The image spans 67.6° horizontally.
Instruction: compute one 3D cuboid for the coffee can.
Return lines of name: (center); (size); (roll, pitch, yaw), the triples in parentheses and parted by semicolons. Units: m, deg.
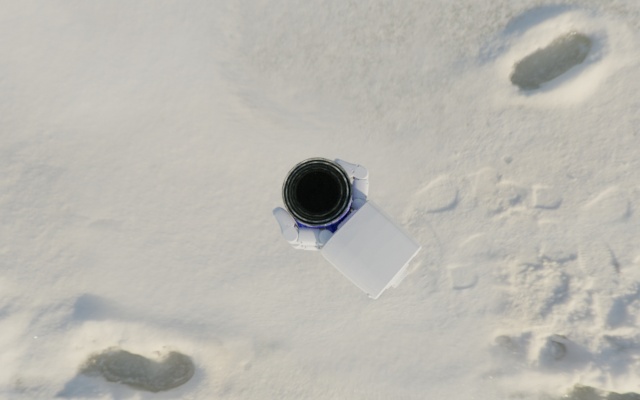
coffee can: (0.000, 0.002, 0.750); (0.103, 0.102, 0.140); (0, -13, 5)
